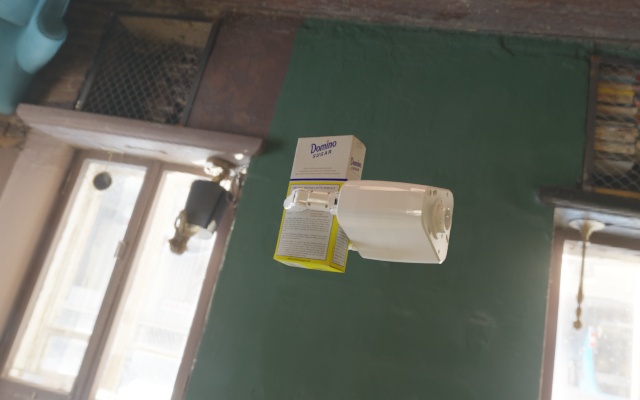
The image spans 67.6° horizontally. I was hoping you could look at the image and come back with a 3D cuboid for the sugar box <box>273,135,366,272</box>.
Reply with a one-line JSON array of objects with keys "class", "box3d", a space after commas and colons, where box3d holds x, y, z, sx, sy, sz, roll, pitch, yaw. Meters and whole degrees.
[{"class": "sugar box", "box3d": [0.000, 0.002, 0.641, 0.093, 0.176, 0.048, 3, -18, 33]}]
